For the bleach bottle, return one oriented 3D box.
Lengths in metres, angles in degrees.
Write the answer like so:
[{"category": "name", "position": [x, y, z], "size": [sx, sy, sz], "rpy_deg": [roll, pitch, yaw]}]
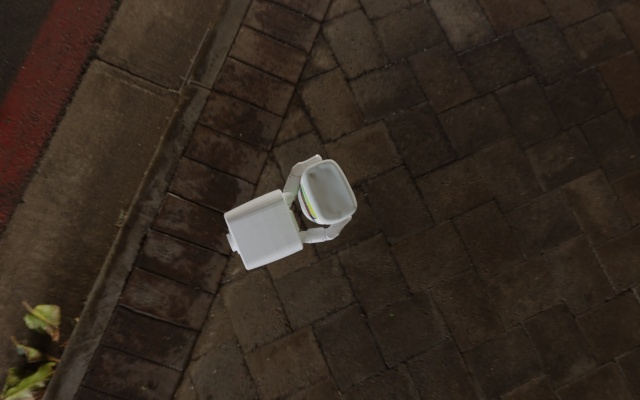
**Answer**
[{"category": "bleach bottle", "position": [0.000, 0.003, 0.858], "size": [0.068, 0.102, 0.251], "rpy_deg": [-23, -6, -9]}]
